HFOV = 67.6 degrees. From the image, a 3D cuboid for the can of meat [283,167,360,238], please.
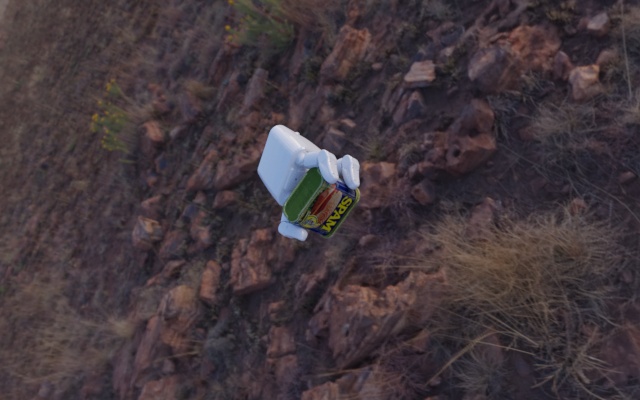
[{"bbox_3d":[0.000,0.003,0.777,0.084,0.102,0.057,24,18,-40],"label":"can of meat"}]
